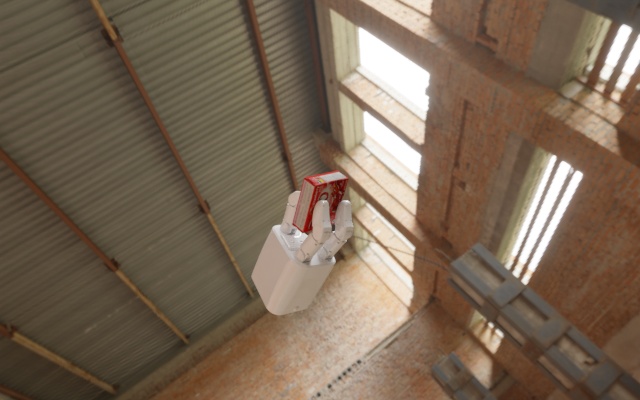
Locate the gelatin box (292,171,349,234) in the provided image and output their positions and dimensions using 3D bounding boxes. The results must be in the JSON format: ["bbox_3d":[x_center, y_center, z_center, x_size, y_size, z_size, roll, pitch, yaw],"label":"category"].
[{"bbox_3d":[0.000,0.002,0.744,0.073,0.089,0.030,-14,40,-42],"label":"gelatin box"}]
